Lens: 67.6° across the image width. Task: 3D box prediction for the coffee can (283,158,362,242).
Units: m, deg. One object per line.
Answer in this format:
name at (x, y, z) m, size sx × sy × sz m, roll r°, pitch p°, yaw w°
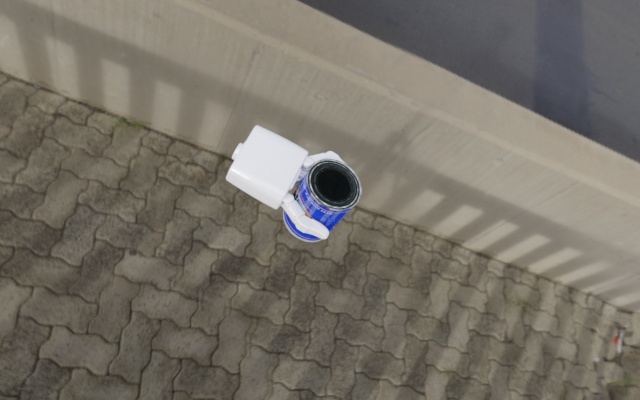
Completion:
coffee can at (0.000, 0.003, 0.874) m, size 0.103 × 0.102 × 0.140 m, roll 0°, pitch -27°, yaw -23°
